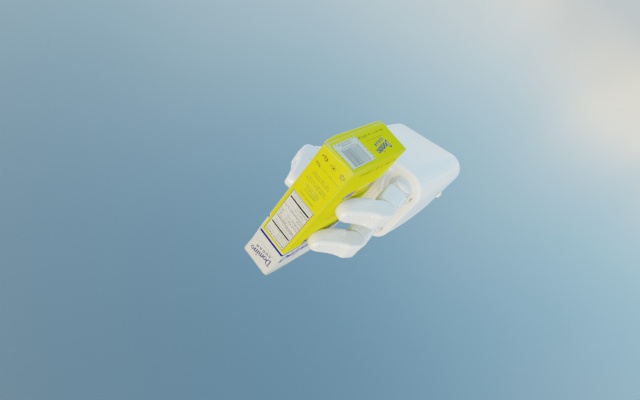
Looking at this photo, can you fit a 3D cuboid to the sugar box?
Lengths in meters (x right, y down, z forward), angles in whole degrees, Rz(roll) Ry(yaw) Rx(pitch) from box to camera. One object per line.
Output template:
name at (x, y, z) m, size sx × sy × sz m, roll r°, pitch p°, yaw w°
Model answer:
sugar box at (0.001, 0.002, 0.480) m, size 0.093 × 0.048 × 0.176 m, roll -26°, pitch -20°, yaw -46°
